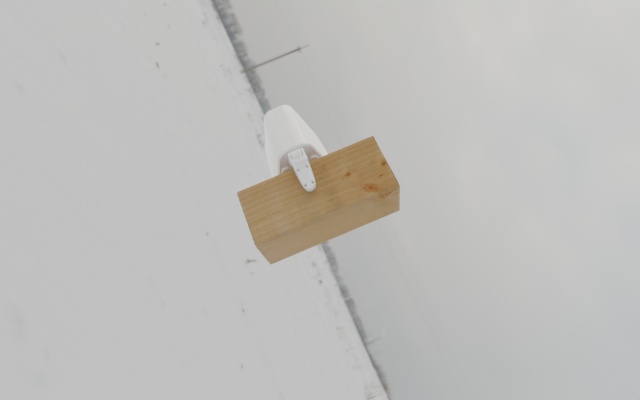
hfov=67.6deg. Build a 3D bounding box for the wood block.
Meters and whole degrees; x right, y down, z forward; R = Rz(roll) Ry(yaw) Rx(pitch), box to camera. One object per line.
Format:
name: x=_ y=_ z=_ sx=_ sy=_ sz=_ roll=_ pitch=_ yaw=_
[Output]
wood block: x=0.000 y=0.002 z=0.681 sx=0.206 sy=0.090 sz=0.091 roll=-23 pitch=-26 yaw=-1
